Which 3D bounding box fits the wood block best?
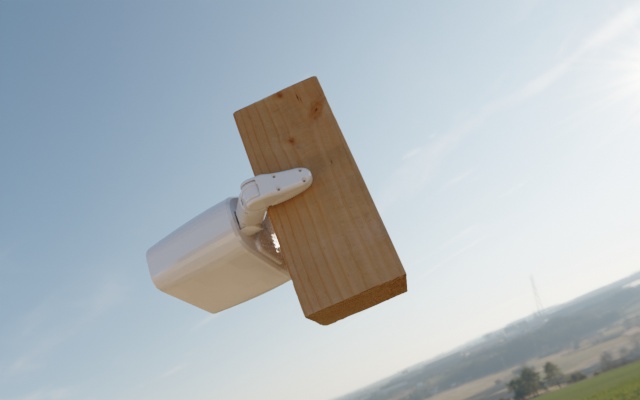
[{"bbox_3d":[0.000,0.001,0.453,0.090,0.206,0.091,-24,-22,3],"label":"wood block"}]
